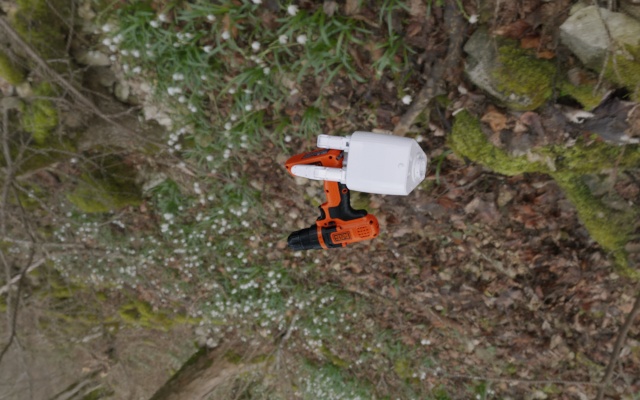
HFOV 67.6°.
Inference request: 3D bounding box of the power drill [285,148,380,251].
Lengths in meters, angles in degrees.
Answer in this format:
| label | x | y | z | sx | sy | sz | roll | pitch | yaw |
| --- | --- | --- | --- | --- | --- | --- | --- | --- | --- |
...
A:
| label | x | y | z | sx | sy | sz | roll | pitch | yaw |
| --- | --- | --- | --- | --- | --- | --- | --- | --- | --- |
| power drill | 0.000 | 0.002 | 0.885 | 0.184 | 0.188 | 0.057 | -13 | 21 | 18 |
